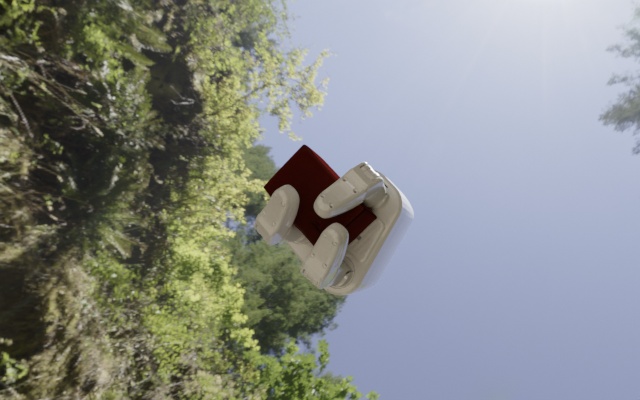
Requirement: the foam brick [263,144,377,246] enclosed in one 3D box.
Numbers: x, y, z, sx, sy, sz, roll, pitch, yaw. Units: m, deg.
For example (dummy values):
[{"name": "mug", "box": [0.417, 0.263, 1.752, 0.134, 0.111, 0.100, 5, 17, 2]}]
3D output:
[{"name": "foam brick", "box": [0.000, 0.001, 0.411, 0.053, 0.078, 0.051, -44, -18, 7]}]
